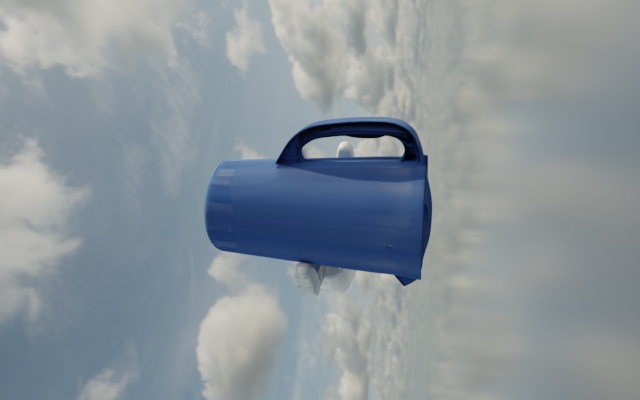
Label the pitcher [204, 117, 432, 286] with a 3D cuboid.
[{"bbox_3d":[0.000,0.002,0.531,0.243,0.149,0.145,3,-21,13],"label":"pitcher"}]
